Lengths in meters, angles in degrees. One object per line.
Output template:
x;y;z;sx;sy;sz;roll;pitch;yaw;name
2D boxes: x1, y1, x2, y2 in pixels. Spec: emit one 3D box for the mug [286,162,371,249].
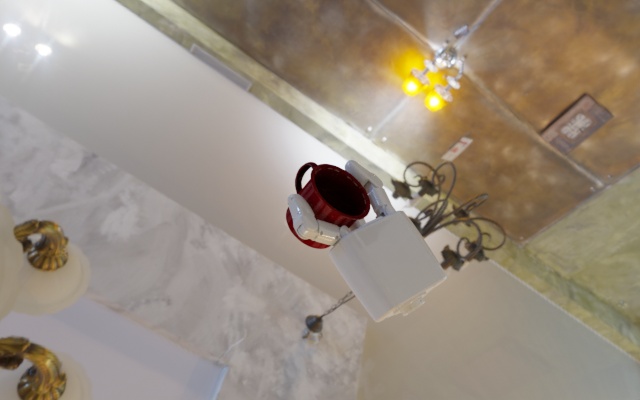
-0.001;0.001;0.645;0.093;0.117;0.081;-9;-32;-47;mug
